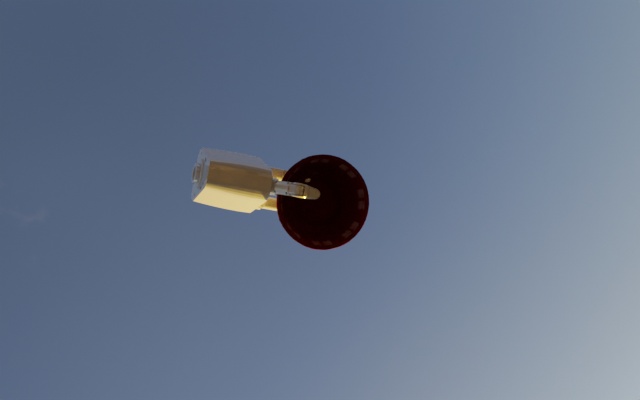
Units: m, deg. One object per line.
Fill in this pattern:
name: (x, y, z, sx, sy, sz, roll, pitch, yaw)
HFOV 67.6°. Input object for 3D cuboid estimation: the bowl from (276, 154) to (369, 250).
bowl: (0.001, 0.003, 0.830, 0.162, 0.162, 0.055, 0, 1, -12)
